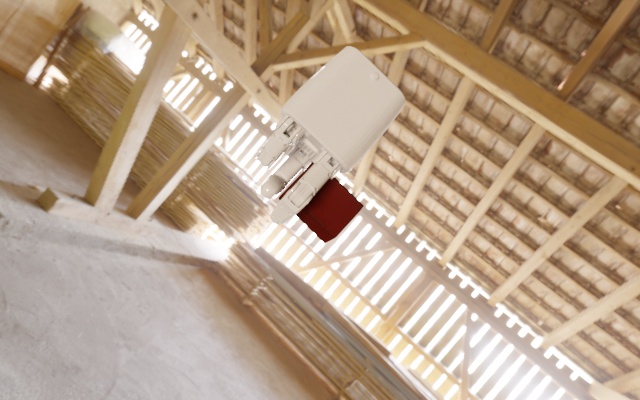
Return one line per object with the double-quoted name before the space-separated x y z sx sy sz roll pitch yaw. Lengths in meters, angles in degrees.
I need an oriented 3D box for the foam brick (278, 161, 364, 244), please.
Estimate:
"foam brick" 0.000 0.002 0.543 0.051 0.078 0.053 -46 4 -18
